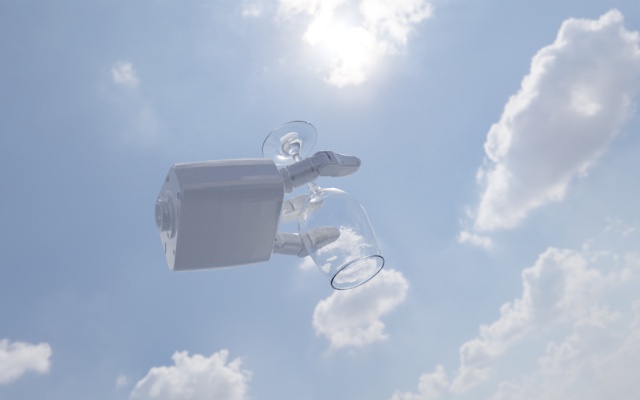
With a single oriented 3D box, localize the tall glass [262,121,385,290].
[{"bbox_3d":[0.000,0.001,0.545,0.079,0.201,0.079,-19,-34,-14],"label":"tall glass"}]
